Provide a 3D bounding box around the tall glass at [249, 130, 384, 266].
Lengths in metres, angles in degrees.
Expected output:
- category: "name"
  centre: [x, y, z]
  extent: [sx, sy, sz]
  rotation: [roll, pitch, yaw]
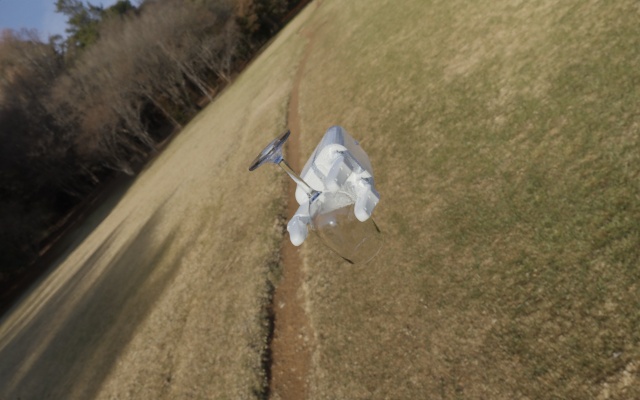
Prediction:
- category: "tall glass"
  centre: [0.000, 0.002, 0.646]
  extent: [0.201, 0.079, 0.079]
  rotation: [46, -17, -17]
